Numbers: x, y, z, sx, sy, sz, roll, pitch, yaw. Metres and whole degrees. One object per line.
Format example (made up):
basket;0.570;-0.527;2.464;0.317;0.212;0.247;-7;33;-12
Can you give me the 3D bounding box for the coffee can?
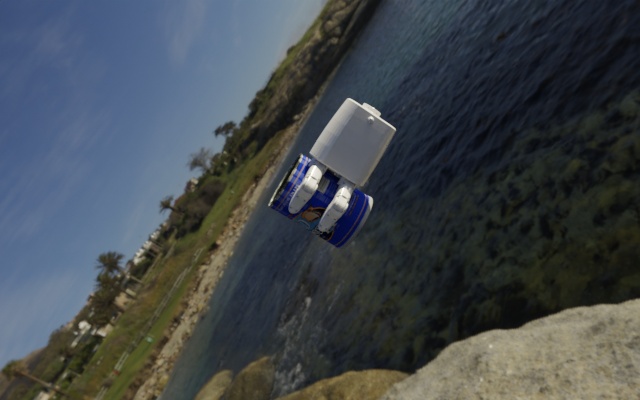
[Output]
coffee can;0.000;0.003;0.789;0.140;0.103;0.103;32;-6;-9
